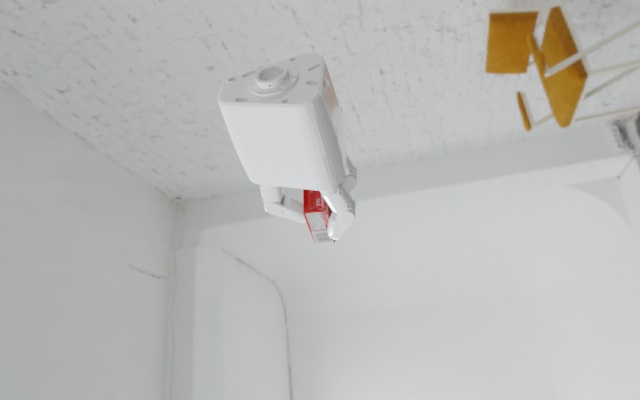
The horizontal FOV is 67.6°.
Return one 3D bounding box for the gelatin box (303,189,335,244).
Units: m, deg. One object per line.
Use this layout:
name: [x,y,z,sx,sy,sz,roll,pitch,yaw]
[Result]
gelatin box: [0.000,0.002,0.591,0.030,0.073,0.089,-4,-31,7]
